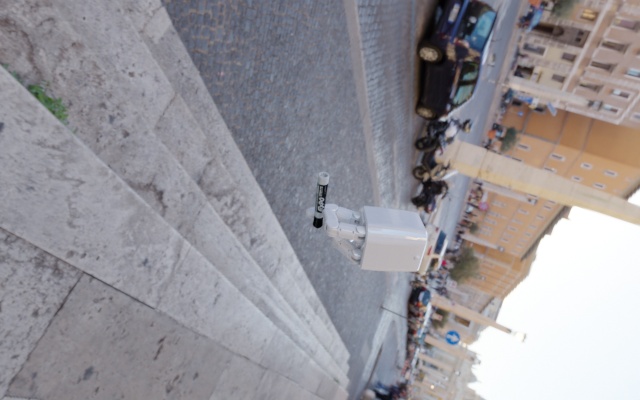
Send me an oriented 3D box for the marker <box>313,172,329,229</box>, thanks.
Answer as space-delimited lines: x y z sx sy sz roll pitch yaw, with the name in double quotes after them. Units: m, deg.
0.000 0.003 0.847 0.020 0.121 0.020 4 39 -3 "marker"
